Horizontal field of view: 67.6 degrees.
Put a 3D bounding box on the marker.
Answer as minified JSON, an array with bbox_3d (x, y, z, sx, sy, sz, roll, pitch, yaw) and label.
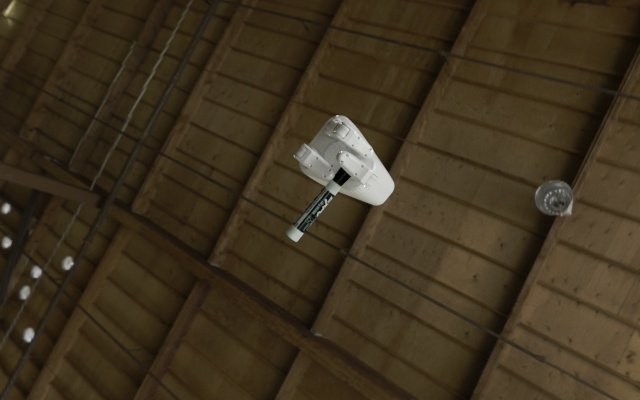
[{"bbox_3d":[0.000,0.002,0.619,0.020,0.121,0.020,39,5,-4],"label":"marker"}]
